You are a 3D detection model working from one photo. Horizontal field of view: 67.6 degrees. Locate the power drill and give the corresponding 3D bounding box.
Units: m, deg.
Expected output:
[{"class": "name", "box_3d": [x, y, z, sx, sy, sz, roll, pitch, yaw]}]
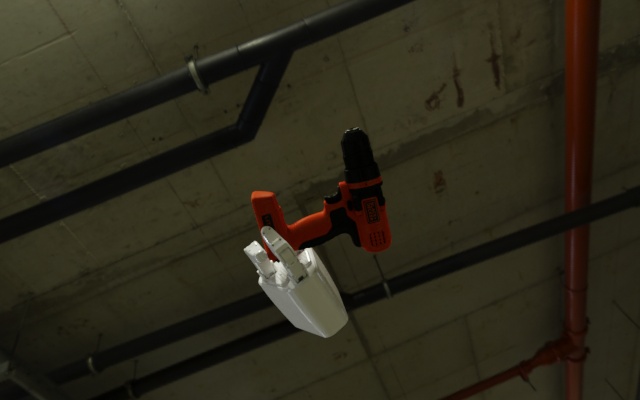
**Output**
[{"class": "power drill", "box_3d": [0.000, 0.003, 0.689, 0.187, 0.184, 0.057, -14, 10, 2]}]
